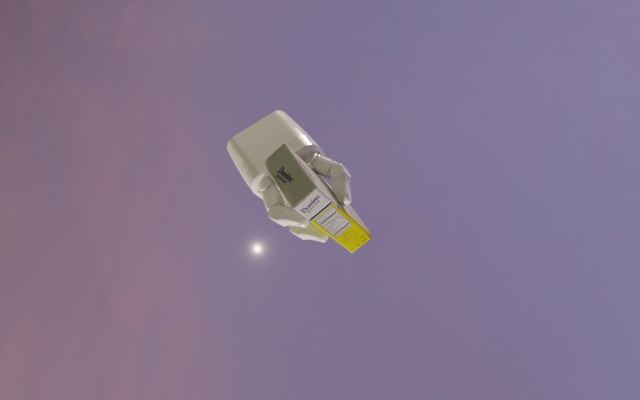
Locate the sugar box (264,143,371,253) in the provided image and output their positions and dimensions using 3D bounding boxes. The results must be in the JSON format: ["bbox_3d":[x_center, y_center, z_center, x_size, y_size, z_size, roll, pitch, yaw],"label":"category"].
[{"bbox_3d":[0.000,0.002,0.653,0.176,0.048,0.093,37,14,-52],"label":"sugar box"}]
